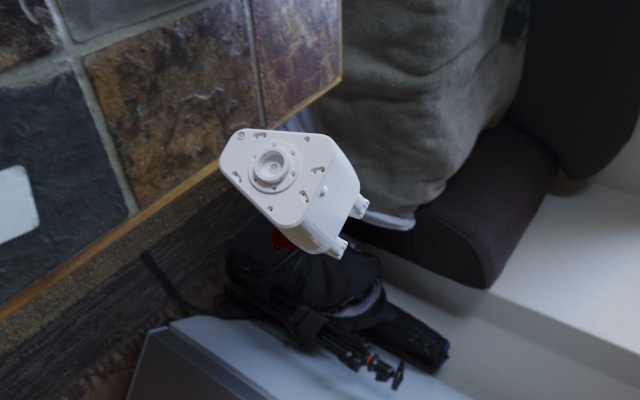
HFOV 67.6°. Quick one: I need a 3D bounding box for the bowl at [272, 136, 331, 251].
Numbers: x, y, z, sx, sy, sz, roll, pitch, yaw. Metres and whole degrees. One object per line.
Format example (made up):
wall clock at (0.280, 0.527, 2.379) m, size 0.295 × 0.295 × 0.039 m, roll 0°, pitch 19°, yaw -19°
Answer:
bowl at (0.001, 0.002, 0.614) m, size 0.055 × 0.162 × 0.162 m, roll 25°, pitch 5°, yaw 10°
